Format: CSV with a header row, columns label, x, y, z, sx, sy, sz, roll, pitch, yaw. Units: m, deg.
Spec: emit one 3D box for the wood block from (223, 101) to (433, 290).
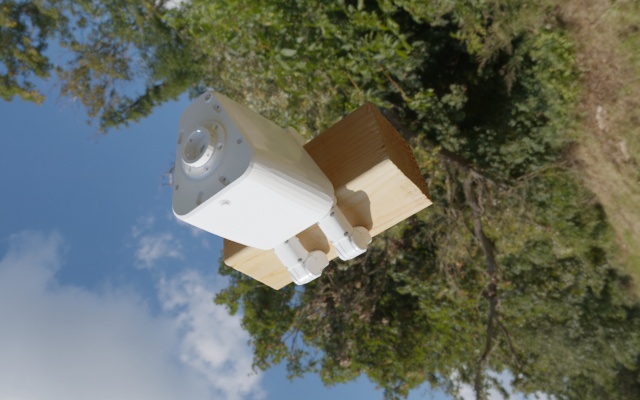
label,x,y,z,sx,sy,sz,roll,pitch,yaw
wood block,0.000,0.001,0.513,0.206,0.090,0.090,-32,-44,23
